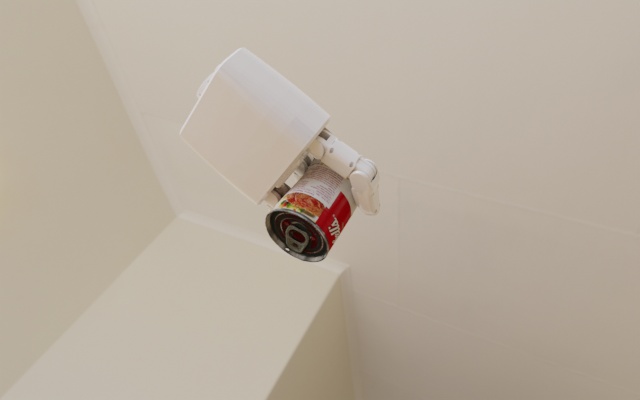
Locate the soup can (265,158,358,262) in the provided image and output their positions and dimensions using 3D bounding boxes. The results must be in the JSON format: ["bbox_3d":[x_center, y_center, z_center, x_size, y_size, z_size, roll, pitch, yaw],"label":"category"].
[{"bbox_3d":[0.001,0.002,0.475,0.068,0.068,0.102,0,40,37],"label":"soup can"}]
